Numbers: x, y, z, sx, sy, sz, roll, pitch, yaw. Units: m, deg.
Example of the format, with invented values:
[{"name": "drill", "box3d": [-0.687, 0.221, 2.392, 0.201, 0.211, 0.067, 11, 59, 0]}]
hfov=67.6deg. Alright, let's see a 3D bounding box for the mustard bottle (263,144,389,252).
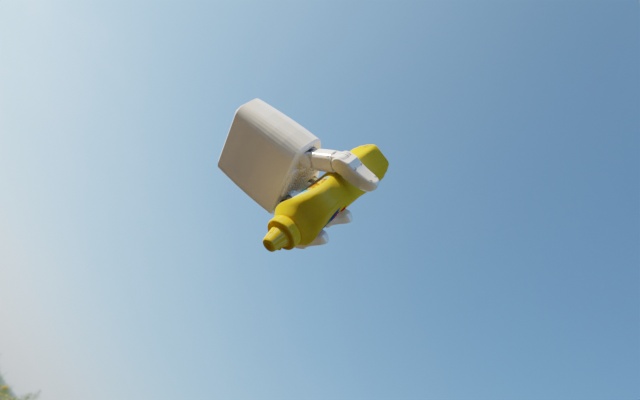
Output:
[{"name": "mustard bottle", "box3d": [0.000, 0.002, 0.582, 0.191, 0.058, 0.096, -39, 3, -39]}]
